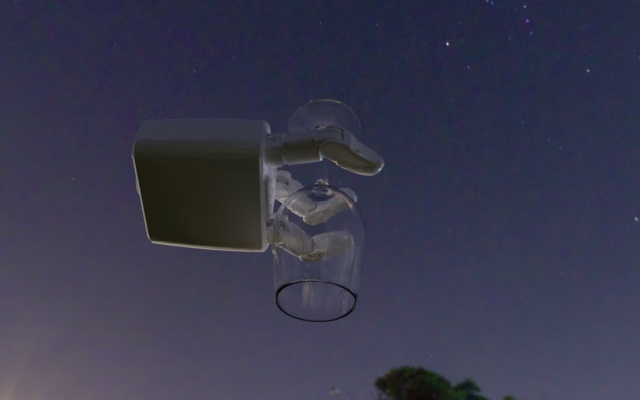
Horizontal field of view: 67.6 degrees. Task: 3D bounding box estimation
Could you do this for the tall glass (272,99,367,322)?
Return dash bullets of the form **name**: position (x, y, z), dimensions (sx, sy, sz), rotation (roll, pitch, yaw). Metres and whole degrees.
- **tall glass**: position (0.000, 0.001, 0.419), dimensions (0.079, 0.200, 0.079), rotation (1, -42, 1)
